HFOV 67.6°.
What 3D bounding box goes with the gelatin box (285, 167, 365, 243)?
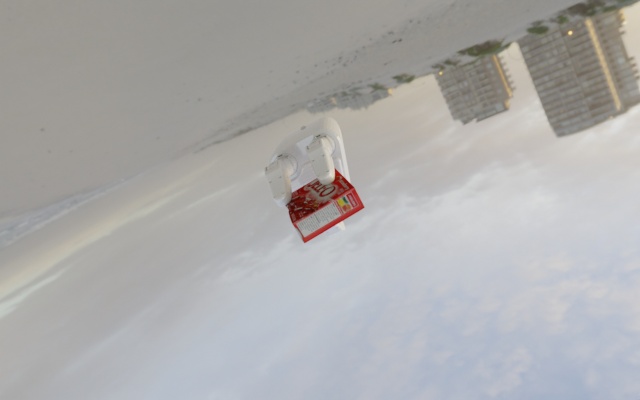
[{"bbox_3d":[0.000,0.002,0.520,0.073,0.030,0.089,-30,21,-1],"label":"gelatin box"}]
